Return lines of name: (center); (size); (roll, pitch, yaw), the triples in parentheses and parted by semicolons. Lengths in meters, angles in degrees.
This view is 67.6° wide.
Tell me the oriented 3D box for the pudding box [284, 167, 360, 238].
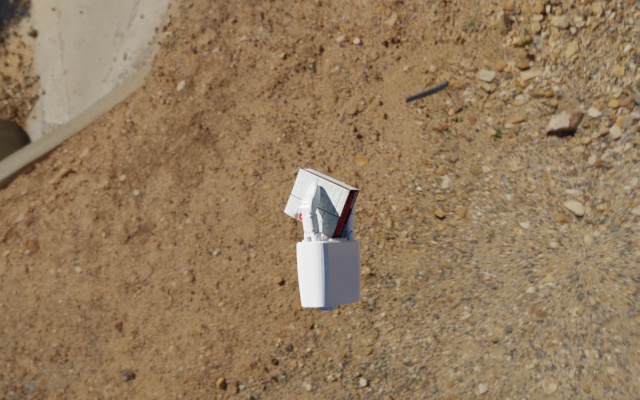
pudding box: (0.000, 0.003, 0.820); (0.113, 0.090, 0.039); (26, 11, 27)
